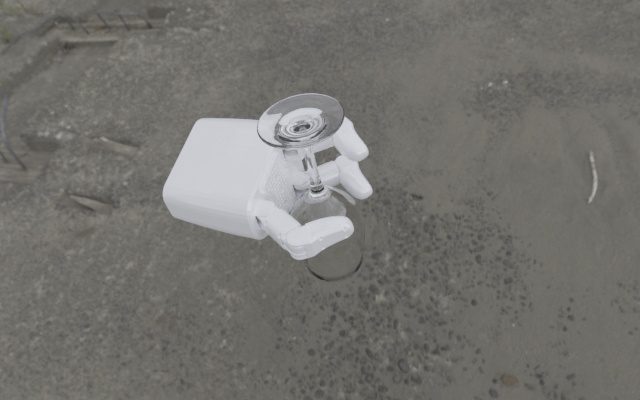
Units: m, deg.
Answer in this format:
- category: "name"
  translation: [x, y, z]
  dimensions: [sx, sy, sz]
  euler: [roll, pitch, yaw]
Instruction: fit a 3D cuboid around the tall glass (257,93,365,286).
- category: "tall glass"
  translation: [0.000, 0.001, 0.464]
  dimensions: [0.079, 0.079, 0.201]
  euler: [0, -44, 14]
